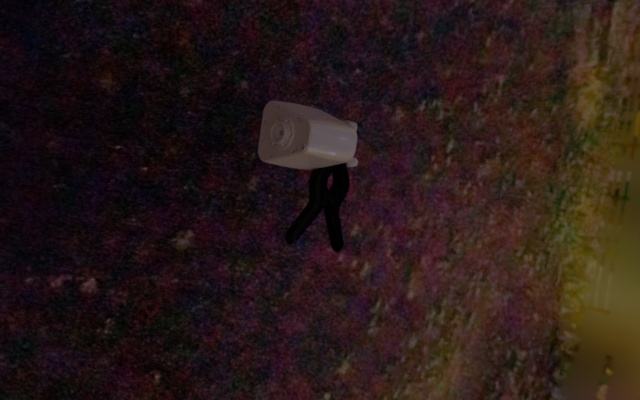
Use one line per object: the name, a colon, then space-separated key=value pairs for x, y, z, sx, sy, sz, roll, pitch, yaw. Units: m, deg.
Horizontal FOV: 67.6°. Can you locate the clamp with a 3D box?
clamp: x=0.001 y=0.002 z=0.785 sx=0.039 sy=0.171 sz=0.120 roll=9 pitch=4 yaw=43
